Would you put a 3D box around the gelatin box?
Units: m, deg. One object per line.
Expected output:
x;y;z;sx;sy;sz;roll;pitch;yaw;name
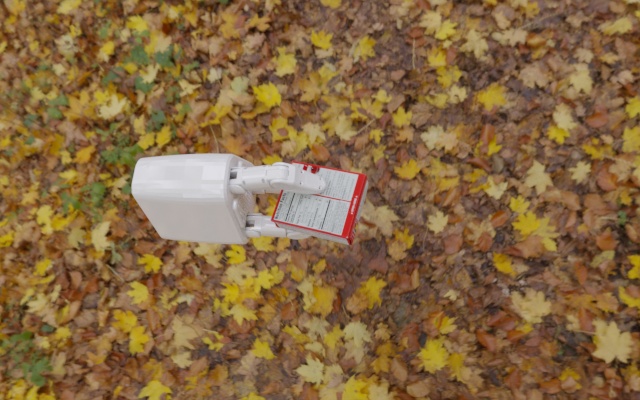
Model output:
0.000;0.002;0.513;0.089;0.073;0.030;12;-18;17;gelatin box
